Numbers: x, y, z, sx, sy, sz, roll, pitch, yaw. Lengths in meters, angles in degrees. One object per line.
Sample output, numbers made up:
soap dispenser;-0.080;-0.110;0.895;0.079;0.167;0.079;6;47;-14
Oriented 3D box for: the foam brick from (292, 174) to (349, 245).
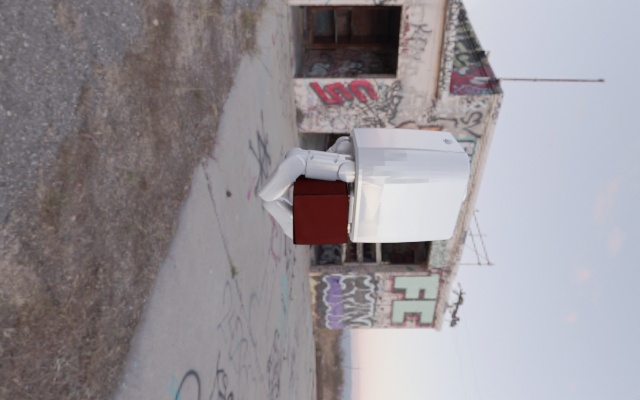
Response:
foam brick;0.000;0.002;0.463;0.051;0.053;0.078;1;26;-1
